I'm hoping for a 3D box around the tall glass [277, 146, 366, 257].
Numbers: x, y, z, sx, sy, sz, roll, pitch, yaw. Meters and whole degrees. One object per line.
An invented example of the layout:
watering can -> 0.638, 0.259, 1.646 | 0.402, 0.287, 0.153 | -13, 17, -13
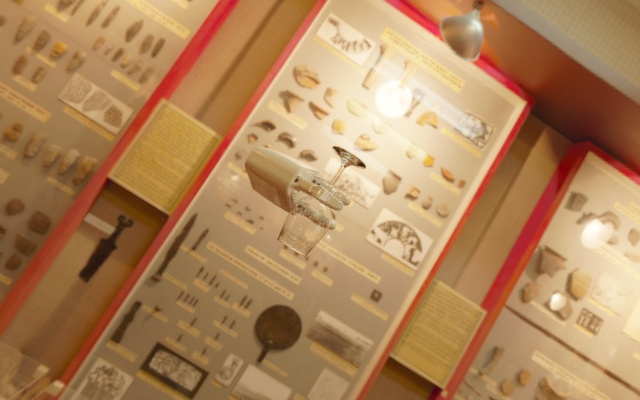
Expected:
tall glass -> 0.001, 0.002, 0.874 | 0.079, 0.201, 0.079 | 32, -7, 5
